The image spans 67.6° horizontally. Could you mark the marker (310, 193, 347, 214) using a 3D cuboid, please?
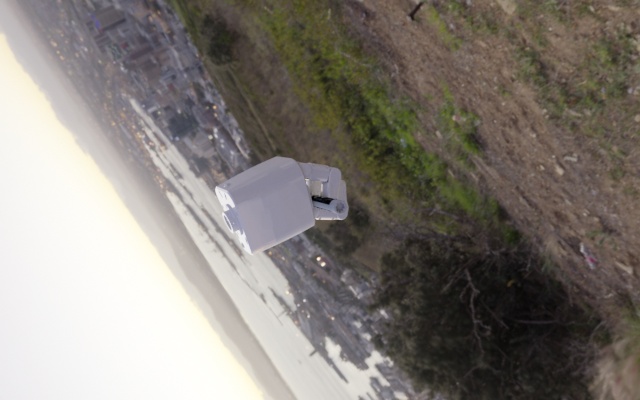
[{"bbox_3d":[0.000,0.002,0.683,0.020,0.020,0.121,0,7,-26],"label":"marker"}]
